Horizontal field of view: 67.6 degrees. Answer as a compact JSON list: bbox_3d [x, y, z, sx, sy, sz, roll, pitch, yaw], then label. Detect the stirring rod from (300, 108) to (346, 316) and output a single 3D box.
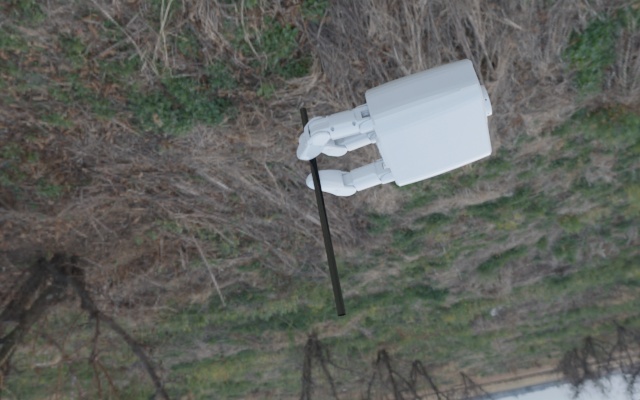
[{"bbox_3d":[0.000,0.002,0.503,0.011,0.239,0.011,-9,-25,-4],"label":"stirring rod"}]
